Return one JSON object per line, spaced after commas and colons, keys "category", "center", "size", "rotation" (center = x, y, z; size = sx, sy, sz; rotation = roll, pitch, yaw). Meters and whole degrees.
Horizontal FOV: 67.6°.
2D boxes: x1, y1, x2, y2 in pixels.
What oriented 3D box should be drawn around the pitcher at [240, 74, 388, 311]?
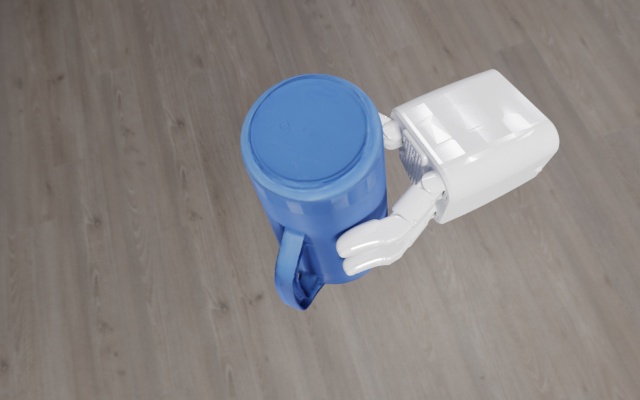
{"category": "pitcher", "center": [0.000, 0.001, 0.455], "size": [0.145, 0.149, 0.243], "rotation": [-23, -22, -3]}
